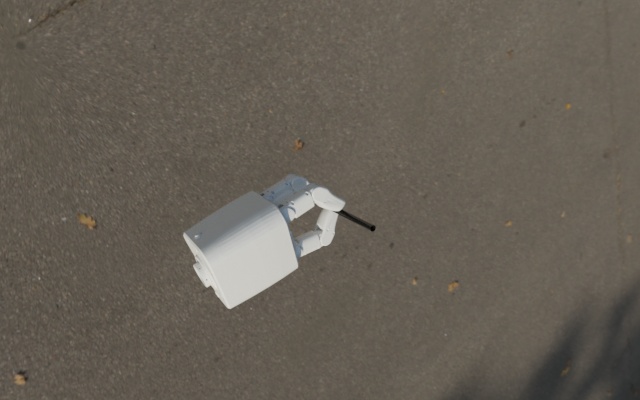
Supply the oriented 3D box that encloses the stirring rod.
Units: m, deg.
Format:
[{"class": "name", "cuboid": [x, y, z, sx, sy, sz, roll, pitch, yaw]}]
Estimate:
[{"class": "stirring rod", "cuboid": [0.000, 0.002, 0.666, 0.011, 0.011, 0.239, 0, 15, -33]}]
